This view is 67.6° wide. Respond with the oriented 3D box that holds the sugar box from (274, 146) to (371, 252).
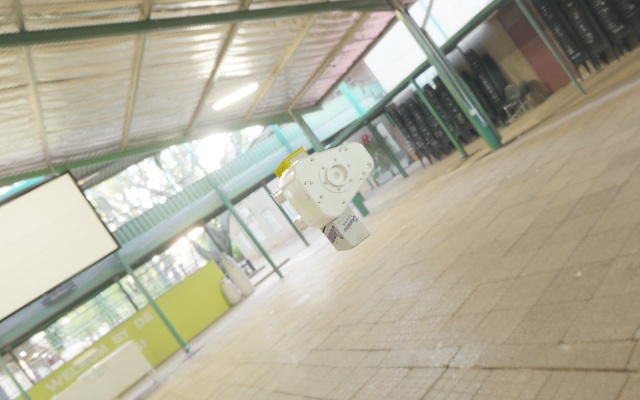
[{"bbox_3d":[0.000,0.003,0.779,0.048,0.176,0.093,-37,1,-17],"label":"sugar box"}]
